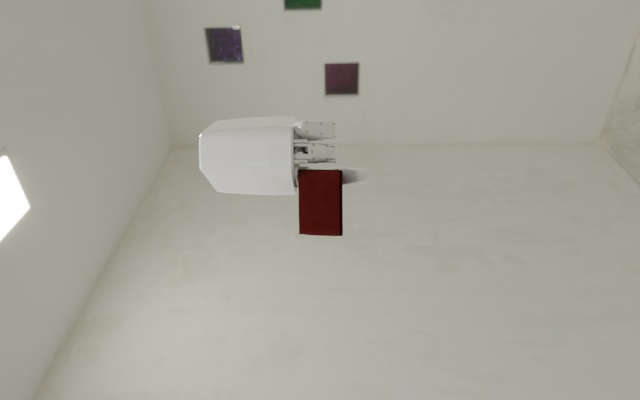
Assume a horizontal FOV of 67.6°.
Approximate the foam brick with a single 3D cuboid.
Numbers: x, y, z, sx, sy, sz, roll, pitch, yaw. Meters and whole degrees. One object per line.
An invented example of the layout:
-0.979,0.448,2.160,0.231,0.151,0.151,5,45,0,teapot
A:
0.000,0.002,0.576,0.051,0.078,0.053,-1,2,0,foam brick
